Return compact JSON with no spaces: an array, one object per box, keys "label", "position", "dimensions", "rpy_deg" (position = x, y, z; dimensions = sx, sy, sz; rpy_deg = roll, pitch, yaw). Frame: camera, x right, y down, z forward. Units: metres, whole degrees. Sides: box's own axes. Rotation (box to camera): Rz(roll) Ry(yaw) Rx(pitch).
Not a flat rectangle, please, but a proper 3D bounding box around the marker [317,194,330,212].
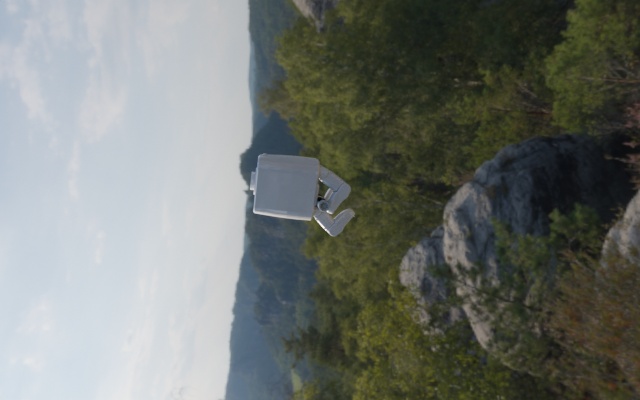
[{"label":"marker","position":[0.000,0.003,0.861],"dimensions":[0.020,0.020,0.121],"rpy_deg":[0,7,-6]}]
